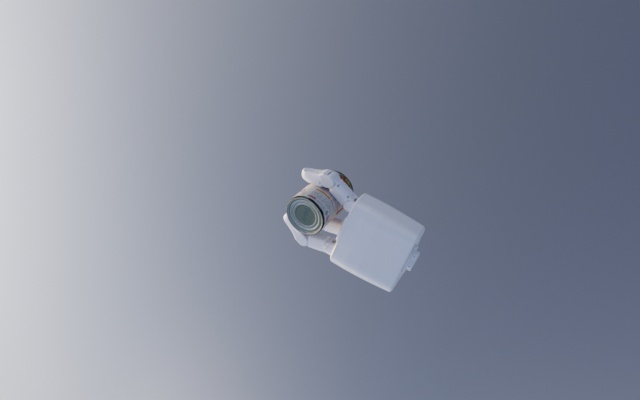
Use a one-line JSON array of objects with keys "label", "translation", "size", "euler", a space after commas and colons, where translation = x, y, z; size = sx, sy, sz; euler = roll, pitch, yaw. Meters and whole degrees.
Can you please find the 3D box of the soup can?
[{"label": "soup can", "translation": [0.000, 0.002, 0.754], "size": [0.068, 0.068, 0.102], "euler": [0, 26, 33]}]
